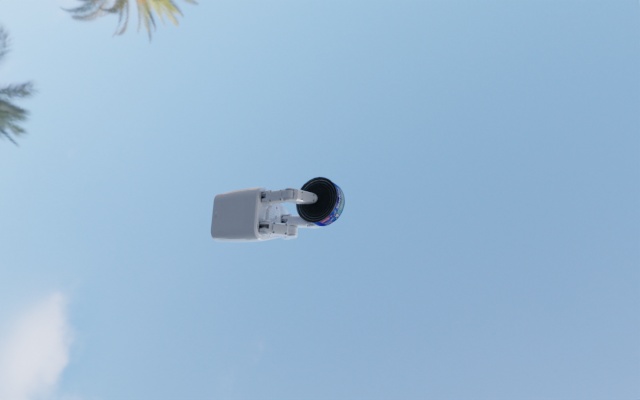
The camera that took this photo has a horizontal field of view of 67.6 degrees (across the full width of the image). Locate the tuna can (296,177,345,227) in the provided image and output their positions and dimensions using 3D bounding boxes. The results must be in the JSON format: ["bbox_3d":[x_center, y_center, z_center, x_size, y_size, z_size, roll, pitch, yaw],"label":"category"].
[{"bbox_3d":[0.000,0.003,0.861,0.086,0.086,0.034,0,-17,32],"label":"tuna can"}]
